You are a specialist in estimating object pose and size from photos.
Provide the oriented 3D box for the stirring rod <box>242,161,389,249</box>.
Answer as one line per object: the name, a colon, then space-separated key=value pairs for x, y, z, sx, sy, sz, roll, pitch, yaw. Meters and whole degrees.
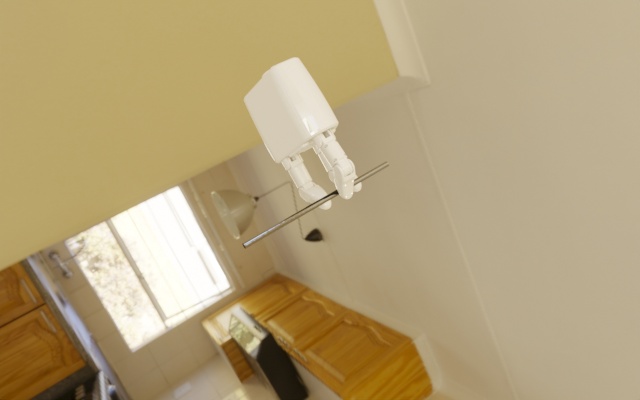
stirring rod: x=0.000 y=0.002 z=0.647 sx=0.239 sy=0.011 sz=0.011 roll=-30 pitch=12 yaw=-22
